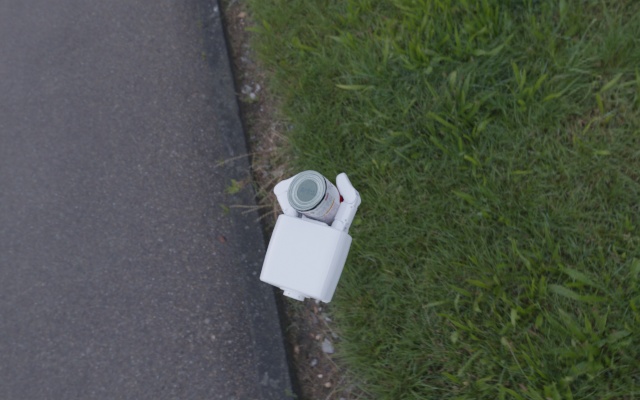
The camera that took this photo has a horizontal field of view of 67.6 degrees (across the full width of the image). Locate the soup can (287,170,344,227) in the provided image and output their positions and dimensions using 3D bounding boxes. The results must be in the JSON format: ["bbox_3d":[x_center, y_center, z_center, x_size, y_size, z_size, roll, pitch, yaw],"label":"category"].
[{"bbox_3d":[0.000,0.002,0.751,0.068,0.068,0.102,0,-20,28],"label":"soup can"}]
